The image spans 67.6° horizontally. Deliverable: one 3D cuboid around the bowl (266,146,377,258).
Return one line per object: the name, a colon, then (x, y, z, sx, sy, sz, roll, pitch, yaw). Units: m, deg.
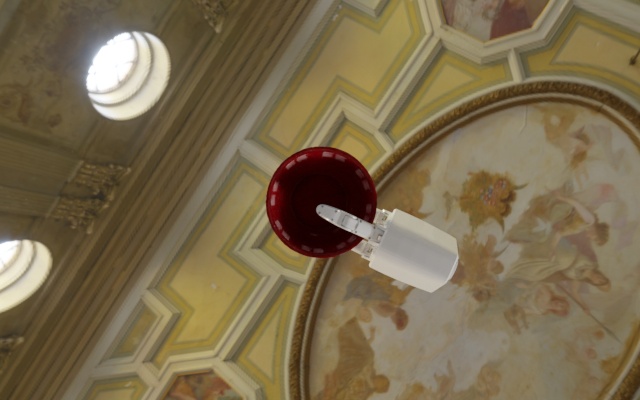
bowl: (-0.001, 0.001, 0.712, 0.162, 0.162, 0.055, 0, 2, -5)
